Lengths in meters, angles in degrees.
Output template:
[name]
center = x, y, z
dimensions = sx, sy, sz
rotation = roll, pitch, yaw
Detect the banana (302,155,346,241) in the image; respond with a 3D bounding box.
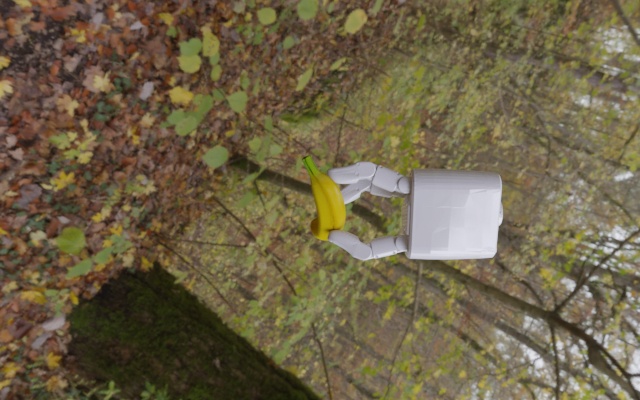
[banana]
center = 0.007, 0.016, 0.637
dimensions = 0.037, 0.069, 0.198
rotation = -20, -27, -10
